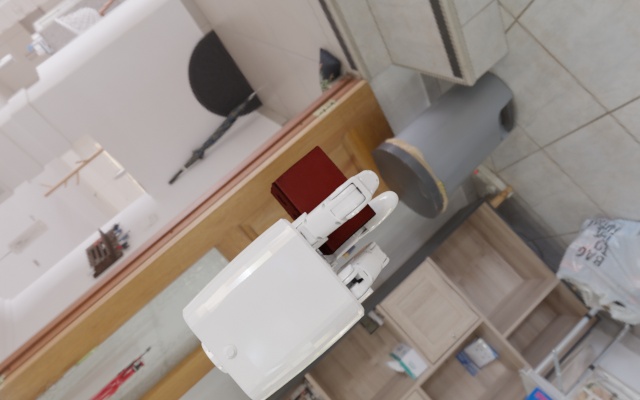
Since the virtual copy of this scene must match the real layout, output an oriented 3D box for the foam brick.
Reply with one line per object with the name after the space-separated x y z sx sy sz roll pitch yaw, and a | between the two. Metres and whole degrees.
0.000 0.001 0.412 0.051 0.078 0.053 -40 -1 -10 | foam brick
